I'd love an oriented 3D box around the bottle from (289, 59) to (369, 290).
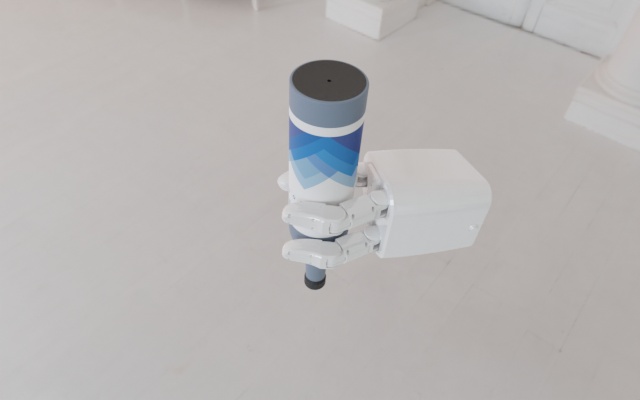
[{"bbox_3d":[0.000,0.001,0.500,0.069,0.069,0.296,0,-43,-4],"label":"bottle"}]
